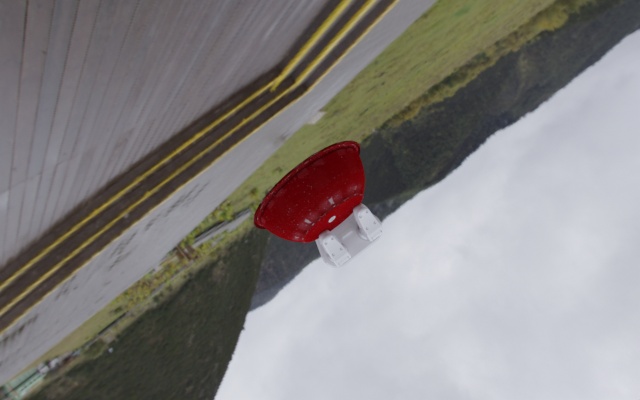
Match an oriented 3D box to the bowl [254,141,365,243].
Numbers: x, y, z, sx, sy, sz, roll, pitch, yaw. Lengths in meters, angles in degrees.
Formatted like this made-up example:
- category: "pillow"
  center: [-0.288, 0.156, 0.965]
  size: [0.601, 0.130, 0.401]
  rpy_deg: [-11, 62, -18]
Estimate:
- category: "bowl"
  center: [0.000, 0.002, 0.580]
  size: [0.162, 0.055, 0.162]
  rpy_deg: [-35, -16, -12]
